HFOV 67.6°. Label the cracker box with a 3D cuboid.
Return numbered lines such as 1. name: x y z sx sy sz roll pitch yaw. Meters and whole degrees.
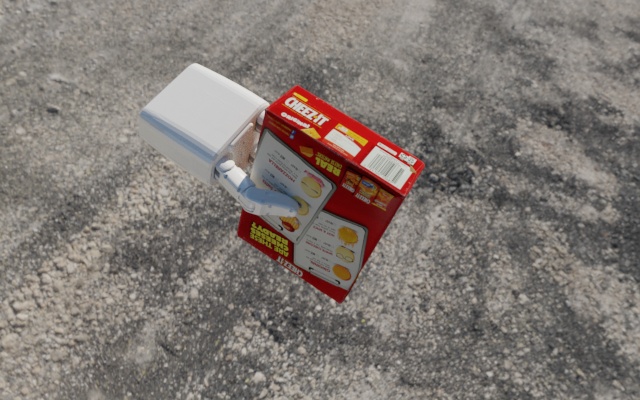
1. cracker box: 0.000 0.002 0.550 0.164 0.214 0.072 32 48 10
